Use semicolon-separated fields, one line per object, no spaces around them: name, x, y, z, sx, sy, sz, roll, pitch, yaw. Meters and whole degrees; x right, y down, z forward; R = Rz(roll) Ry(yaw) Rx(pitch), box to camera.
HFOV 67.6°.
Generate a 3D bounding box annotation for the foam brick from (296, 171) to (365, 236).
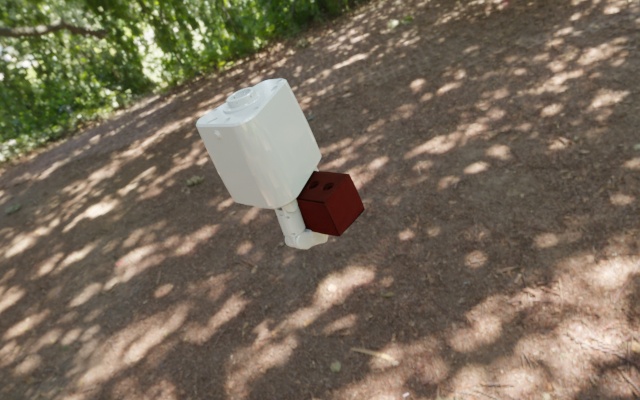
foam brick;0.000;0.002;0.554;0.078;0.051;0.053;8;42;42
